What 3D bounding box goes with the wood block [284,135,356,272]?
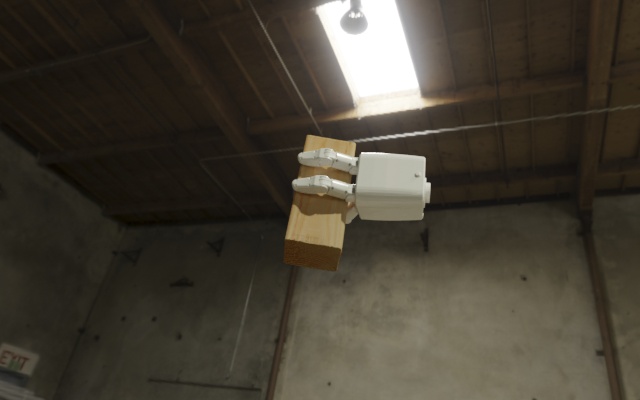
[{"bbox_3d":[0.001,0.003,0.805,0.090,0.206,0.091,9,-33,1],"label":"wood block"}]
